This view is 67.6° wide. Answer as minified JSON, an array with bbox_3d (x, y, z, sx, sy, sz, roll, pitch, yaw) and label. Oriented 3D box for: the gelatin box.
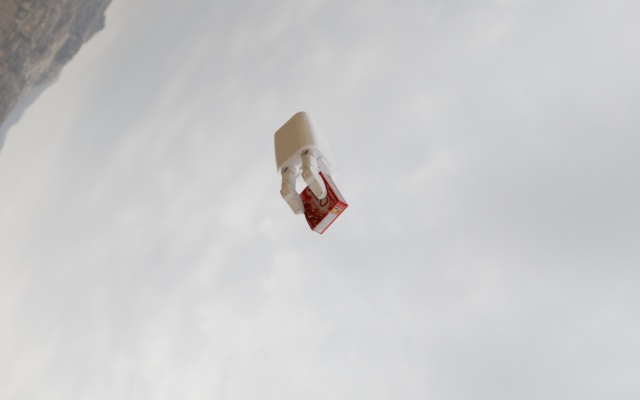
[{"bbox_3d":[0.001,0.003,0.836,0.030,0.073,0.089,27,24,-42],"label":"gelatin box"}]
